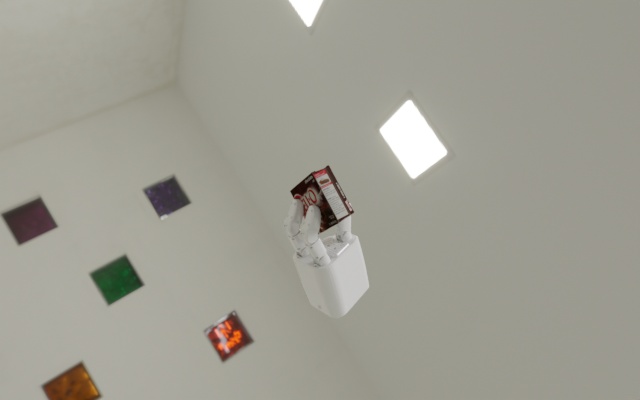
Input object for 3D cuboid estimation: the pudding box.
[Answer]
[{"bbox_3d":[0.000,0.003,0.783,0.039,0.090,0.113,-28,-3,-28],"label":"pudding box"}]
